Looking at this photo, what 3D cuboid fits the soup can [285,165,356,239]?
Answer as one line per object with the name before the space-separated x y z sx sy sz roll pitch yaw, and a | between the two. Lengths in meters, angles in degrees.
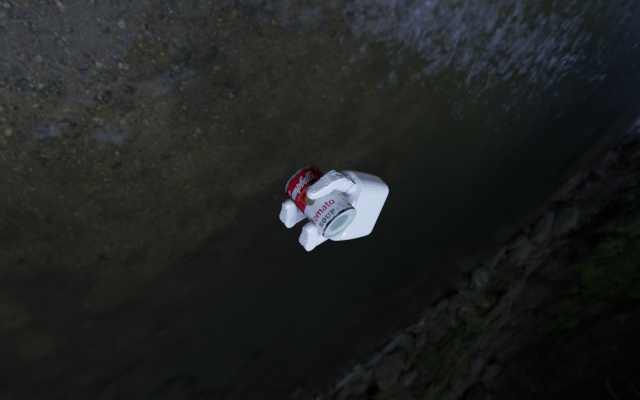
soup can | 0.000 0.003 0.757 0.102 0.068 0.068 48 25 24
